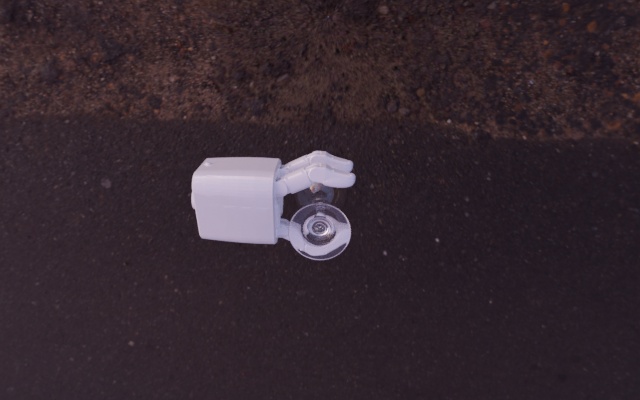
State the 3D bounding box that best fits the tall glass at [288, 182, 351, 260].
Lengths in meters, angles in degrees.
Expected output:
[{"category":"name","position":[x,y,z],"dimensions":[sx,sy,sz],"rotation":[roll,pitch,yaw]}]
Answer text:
[{"category":"tall glass","position":[0.000,0.002,0.654],"dimensions":[0.079,0.079,0.201],"rotation":[0,21,1]}]
